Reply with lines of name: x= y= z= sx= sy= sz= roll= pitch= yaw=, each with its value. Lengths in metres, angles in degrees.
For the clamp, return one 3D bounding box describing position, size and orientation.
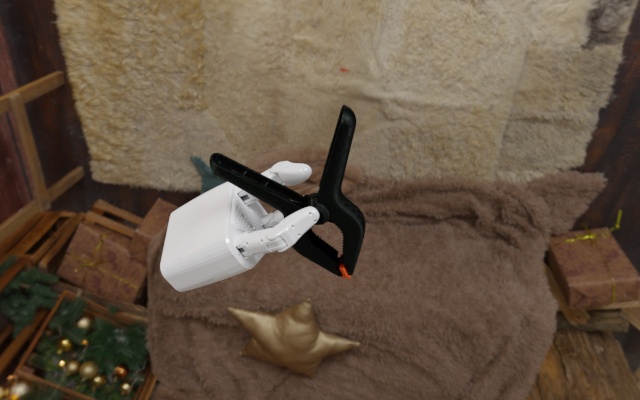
clamp: x=0.000 y=0.003 z=0.530 sx=0.164 sy=0.210 sz=0.036 roll=-23 pitch=29 yaw=21
